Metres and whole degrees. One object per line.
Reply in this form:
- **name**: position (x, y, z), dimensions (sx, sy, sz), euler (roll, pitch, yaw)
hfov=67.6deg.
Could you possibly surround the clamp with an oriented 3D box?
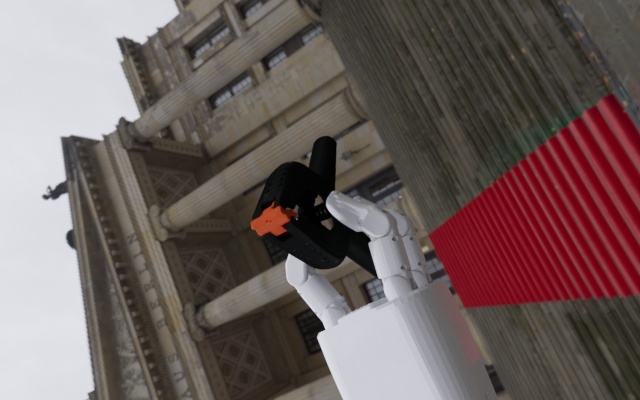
- **clamp**: position (-0.001, 0.002, 0.425), dimensions (0.036, 0.164, 0.210), euler (-30, -15, 21)
